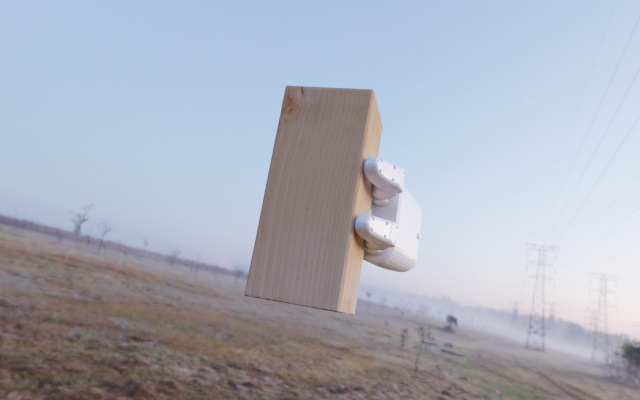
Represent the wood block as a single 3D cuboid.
[{"bbox_3d":[0.000,0.001,0.476,0.091,0.206,0.090,6,-13,15],"label":"wood block"}]
